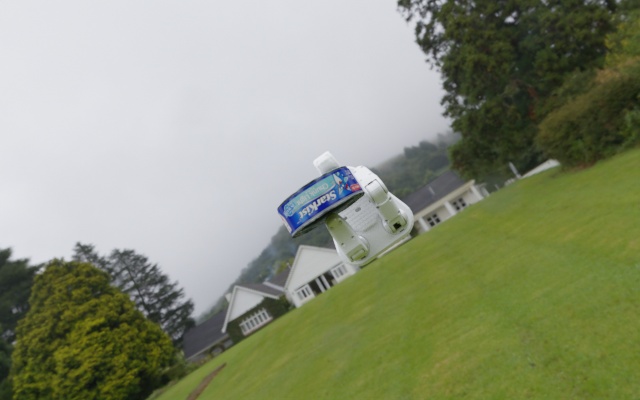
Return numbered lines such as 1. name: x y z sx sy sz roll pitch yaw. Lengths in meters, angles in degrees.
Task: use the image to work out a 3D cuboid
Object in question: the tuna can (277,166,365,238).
1. tuna can: 0.000 0.001 0.480 0.086 0.033 0.086 -31 -7 -4
